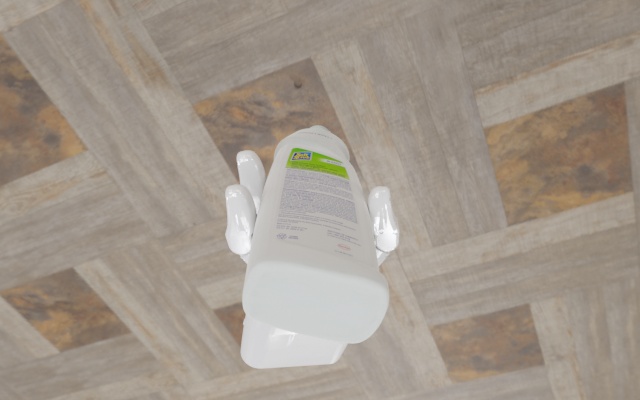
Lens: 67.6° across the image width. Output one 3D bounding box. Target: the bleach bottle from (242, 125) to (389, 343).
[{"bbox_3d":[0.000,0.001,0.424,0.102,0.068,0.250,14,33,-6],"label":"bleach bottle"}]
